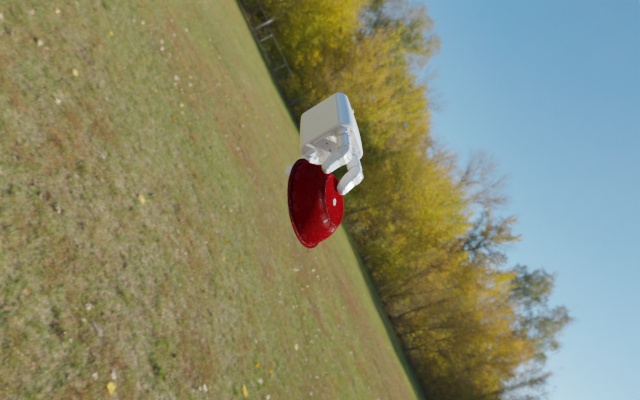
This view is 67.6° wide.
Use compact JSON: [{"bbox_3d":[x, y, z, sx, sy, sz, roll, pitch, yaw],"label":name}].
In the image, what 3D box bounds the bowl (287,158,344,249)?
[{"bbox_3d":[0.000,0.004,0.842,0.055,0.162,0.162,-6,-2,22],"label":"bowl"}]
